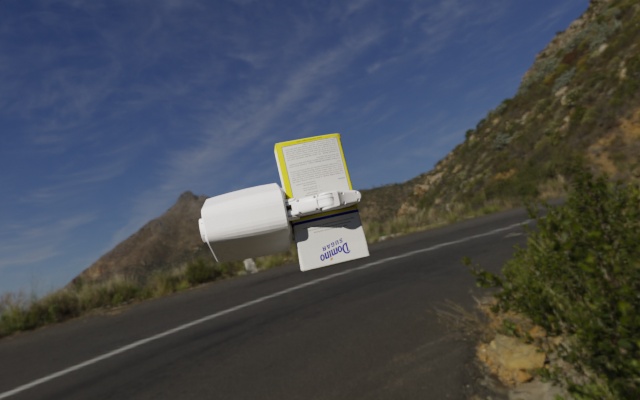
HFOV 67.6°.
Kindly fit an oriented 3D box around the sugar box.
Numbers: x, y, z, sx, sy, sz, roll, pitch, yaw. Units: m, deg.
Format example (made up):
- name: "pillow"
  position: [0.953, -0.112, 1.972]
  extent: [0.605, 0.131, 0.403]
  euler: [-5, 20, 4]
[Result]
- name: "sugar box"
  position: [0.000, 0.002, 0.655]
  extent: [0.093, 0.176, 0.048]
  euler: [-11, -7, -9]
